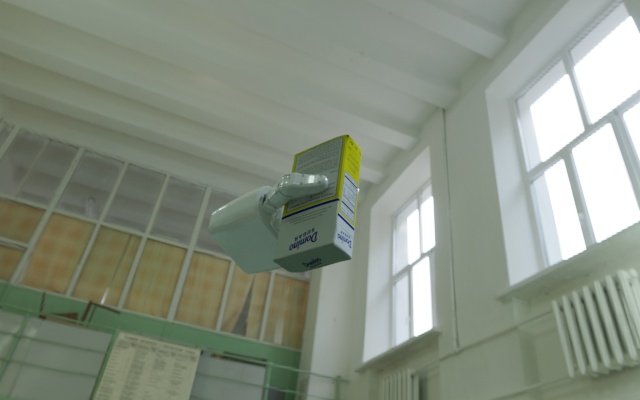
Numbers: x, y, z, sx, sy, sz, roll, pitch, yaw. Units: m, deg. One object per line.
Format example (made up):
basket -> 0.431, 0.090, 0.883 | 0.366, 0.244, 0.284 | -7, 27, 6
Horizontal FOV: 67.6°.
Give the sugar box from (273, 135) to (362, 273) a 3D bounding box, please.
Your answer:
sugar box -> 0.000, 0.002, 0.614 | 0.093, 0.176, 0.048 | -19, -43, 33
